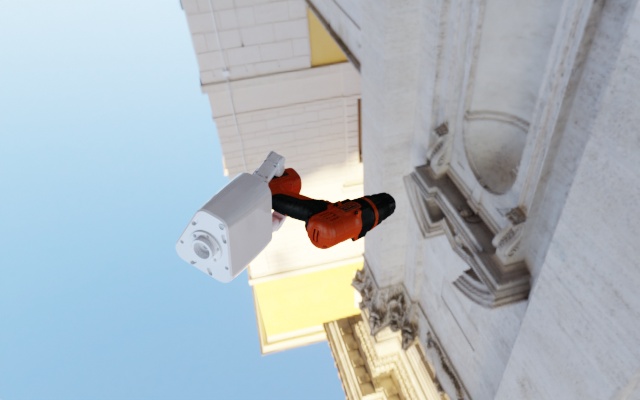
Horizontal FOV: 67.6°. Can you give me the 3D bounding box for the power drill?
[{"bbox_3d":[0.000,0.002,0.722,0.187,0.057,0.184,20,24,35],"label":"power drill"}]
